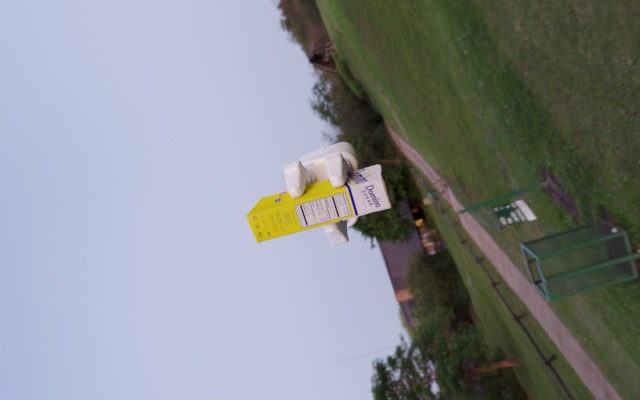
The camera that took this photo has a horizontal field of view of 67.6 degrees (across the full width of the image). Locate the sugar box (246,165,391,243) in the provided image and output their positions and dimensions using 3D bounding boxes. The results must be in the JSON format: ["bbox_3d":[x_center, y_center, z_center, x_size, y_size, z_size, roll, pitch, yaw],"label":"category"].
[{"bbox_3d":[0.000,0.002,0.621,0.176,0.048,0.093,-18,13,10],"label":"sugar box"}]
